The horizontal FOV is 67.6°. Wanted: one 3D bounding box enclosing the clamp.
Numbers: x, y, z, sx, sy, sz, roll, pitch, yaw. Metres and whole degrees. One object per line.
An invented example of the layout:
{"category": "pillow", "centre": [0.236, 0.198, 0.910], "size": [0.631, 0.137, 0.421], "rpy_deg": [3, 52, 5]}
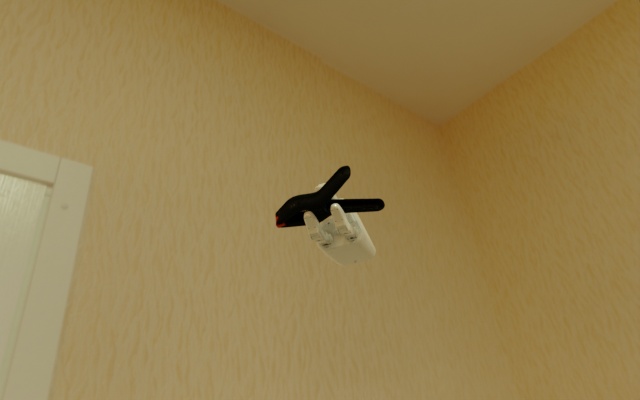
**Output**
{"category": "clamp", "centre": [0.000, 0.002, 0.899], "size": [0.210, 0.036, 0.165], "rpy_deg": [-16, -32, 17]}
